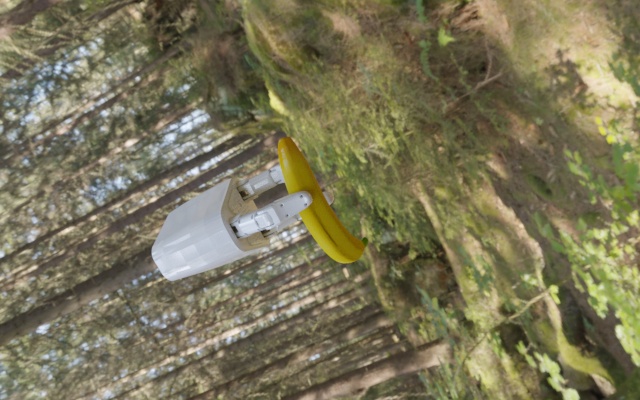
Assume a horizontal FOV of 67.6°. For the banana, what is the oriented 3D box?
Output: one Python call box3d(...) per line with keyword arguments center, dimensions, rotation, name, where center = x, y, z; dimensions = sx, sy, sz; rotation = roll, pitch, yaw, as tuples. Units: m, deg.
box3d(center=(0.002, 0.016, 0.560), dimensions=(0.037, 0.198, 0.069), rotation=(-24, 36, 17), name="banana")
